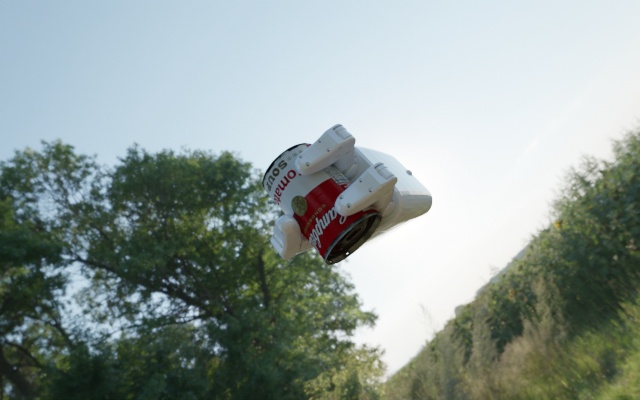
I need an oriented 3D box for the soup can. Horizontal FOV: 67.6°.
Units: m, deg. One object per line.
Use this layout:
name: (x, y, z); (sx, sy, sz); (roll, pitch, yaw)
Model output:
soup can: (0.000, 0.001, 0.458); (0.102, 0.068, 0.068); (48, 22, 22)
